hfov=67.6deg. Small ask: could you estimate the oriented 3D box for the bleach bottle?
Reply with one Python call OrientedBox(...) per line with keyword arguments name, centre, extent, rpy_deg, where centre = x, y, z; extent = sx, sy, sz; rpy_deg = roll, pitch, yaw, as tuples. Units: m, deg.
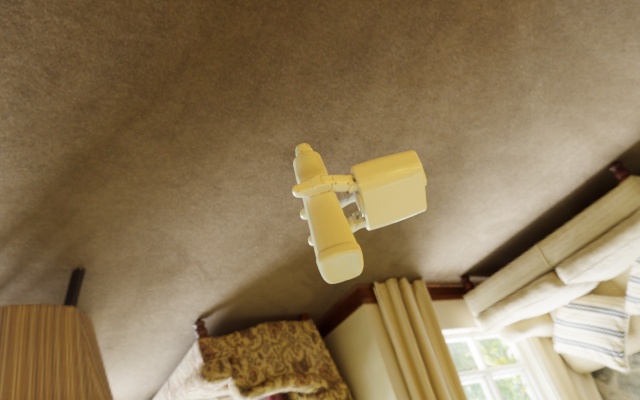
OrientedBox(name="bleach bottle", centre=(0.000, 0.003, 0.776), extent=(0.068, 0.250, 0.103), rpy_deg=(-17, -33, -2))
